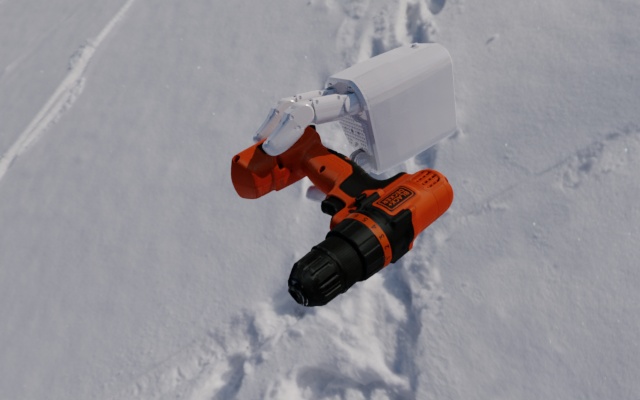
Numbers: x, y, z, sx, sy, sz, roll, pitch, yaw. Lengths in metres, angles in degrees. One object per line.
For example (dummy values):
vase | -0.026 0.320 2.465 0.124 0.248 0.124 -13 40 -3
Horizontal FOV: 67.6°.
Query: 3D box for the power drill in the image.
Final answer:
power drill | 0.000 0.001 0.444 0.184 0.057 0.187 -31 47 -32
